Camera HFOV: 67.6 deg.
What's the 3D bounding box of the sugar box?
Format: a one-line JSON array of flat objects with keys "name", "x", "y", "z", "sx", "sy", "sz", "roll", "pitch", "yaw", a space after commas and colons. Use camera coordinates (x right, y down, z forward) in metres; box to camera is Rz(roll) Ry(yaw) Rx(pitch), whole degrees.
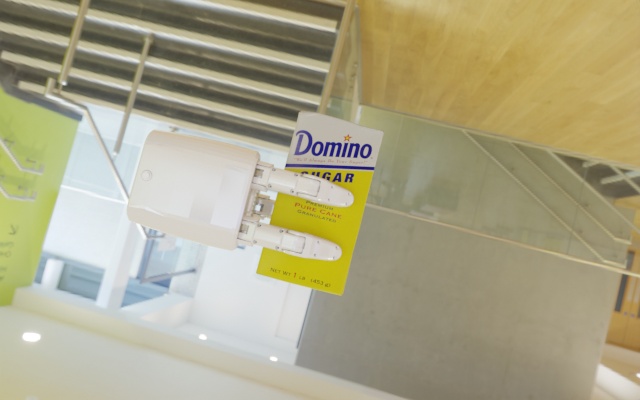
[{"name": "sugar box", "x": 0.000, "y": 0.002, "z": 0.502, "sx": 0.093, "sy": 0.176, "sz": 0.048, "roll": 14, "pitch": -3, "yaw": -1}]
